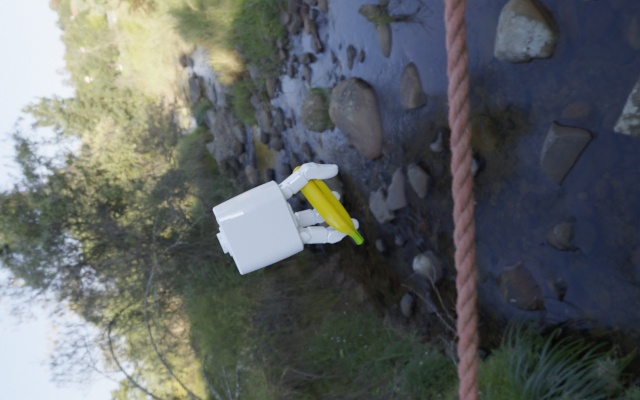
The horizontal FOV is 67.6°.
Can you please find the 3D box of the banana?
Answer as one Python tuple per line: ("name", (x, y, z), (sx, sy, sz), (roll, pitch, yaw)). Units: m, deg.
("banana", (-0.003, -0.006, 0.767), (0.037, 0.197, 0.070), (-33, -38, -7))
